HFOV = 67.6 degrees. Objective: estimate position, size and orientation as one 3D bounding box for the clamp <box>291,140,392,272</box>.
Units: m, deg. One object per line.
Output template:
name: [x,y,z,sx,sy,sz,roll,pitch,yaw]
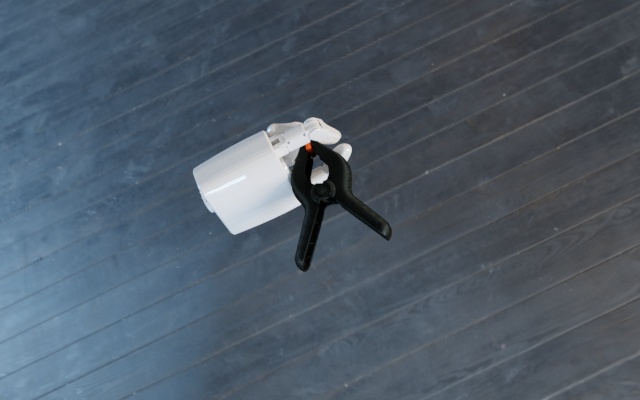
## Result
clamp: [0.000,0.002,0.592,0.120,0.171,0.039,-27,-28,0]
